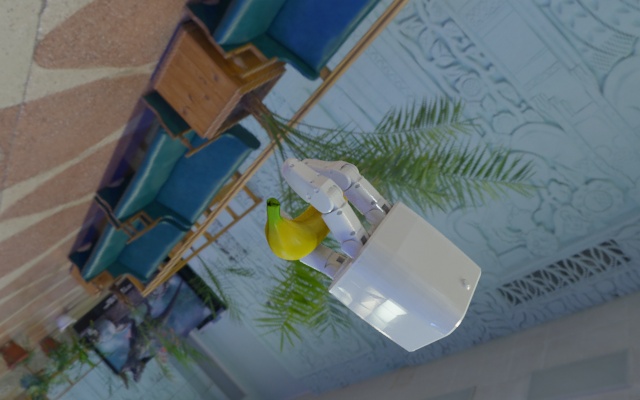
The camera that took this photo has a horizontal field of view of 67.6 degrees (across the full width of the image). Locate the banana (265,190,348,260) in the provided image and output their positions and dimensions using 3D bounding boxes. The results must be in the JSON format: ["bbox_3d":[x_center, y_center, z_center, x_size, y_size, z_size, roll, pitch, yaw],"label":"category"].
[{"bbox_3d":[-0.008,0.018,0.484,0.037,0.070,0.198,28,18,13],"label":"banana"}]
